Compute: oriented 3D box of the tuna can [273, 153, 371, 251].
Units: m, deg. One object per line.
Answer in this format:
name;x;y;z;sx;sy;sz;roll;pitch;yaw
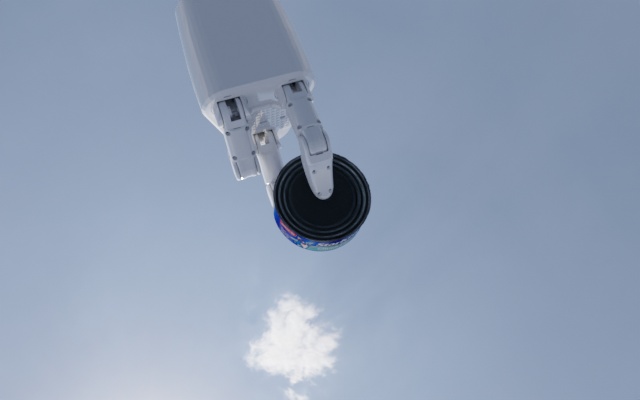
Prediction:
tuna can;0.000;0.002;0.427;0.086;0.086;0.034;0;-23;-8
